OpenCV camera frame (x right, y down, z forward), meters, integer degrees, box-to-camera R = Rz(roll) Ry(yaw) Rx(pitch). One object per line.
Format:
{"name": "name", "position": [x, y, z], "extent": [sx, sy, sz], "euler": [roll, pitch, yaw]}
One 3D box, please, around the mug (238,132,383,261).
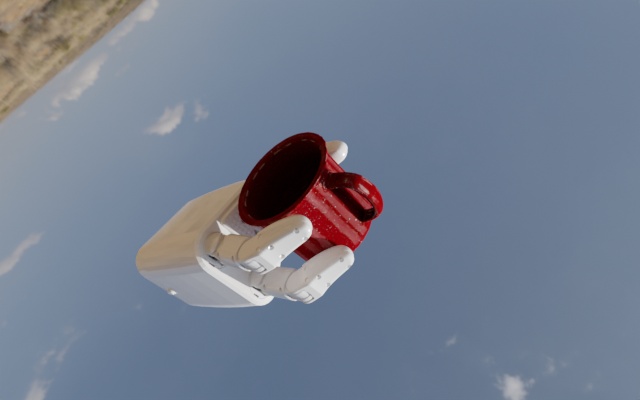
{"name": "mug", "position": [0.001, 0.001, 0.400], "extent": [0.117, 0.093, 0.081], "euler": [-10, -41, 40]}
